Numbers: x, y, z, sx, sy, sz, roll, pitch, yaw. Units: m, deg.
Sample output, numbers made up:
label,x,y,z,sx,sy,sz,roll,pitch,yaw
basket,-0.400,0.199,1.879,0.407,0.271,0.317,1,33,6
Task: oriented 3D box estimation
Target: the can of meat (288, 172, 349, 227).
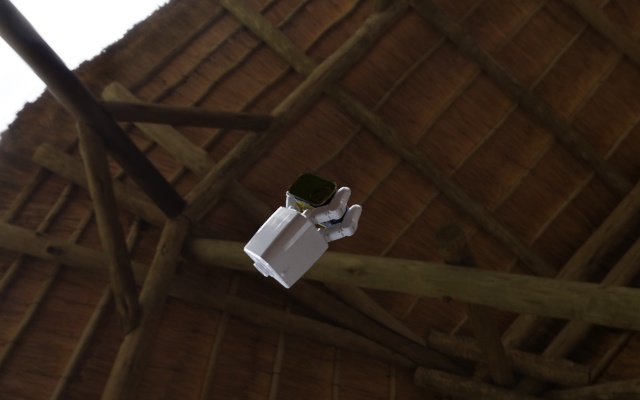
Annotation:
label,x,y,z,sx,sy,sz,roll,pitch,yaw
can of meat,0.000,0.003,0.884,0.102,0.057,0.084,23,-25,44
